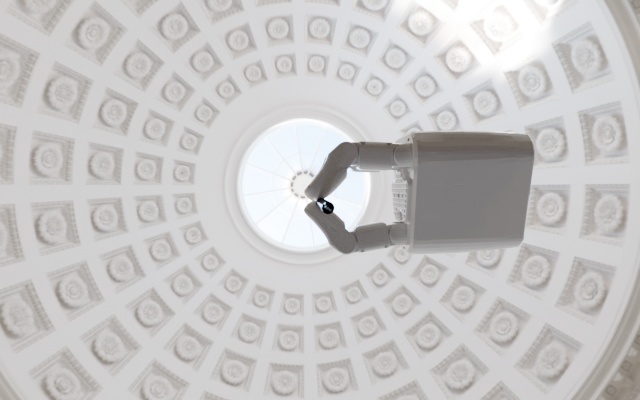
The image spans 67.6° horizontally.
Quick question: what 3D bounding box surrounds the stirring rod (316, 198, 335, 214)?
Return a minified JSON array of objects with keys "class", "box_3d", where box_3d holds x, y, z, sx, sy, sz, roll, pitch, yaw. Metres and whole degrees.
[{"class":"stirring rod","box_3d":[0.000,0.001,0.419,0.011,0.011,0.239,0,2,-2]}]
